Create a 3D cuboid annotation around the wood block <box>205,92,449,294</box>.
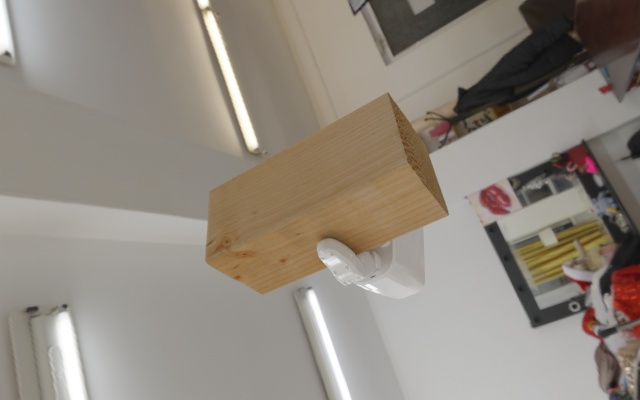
[{"bbox_3d":[0.000,0.002,0.453,0.206,0.090,0.090,-27,-43,21],"label":"wood block"}]
